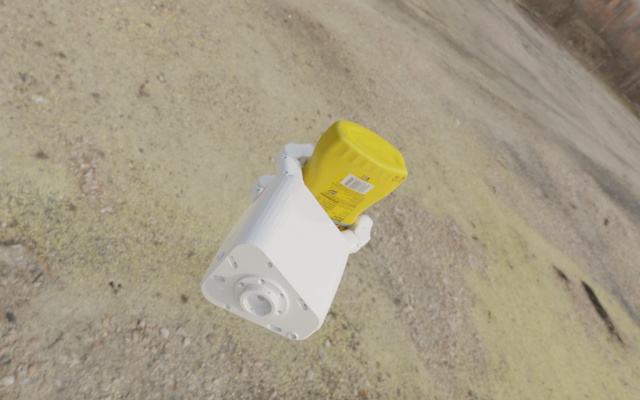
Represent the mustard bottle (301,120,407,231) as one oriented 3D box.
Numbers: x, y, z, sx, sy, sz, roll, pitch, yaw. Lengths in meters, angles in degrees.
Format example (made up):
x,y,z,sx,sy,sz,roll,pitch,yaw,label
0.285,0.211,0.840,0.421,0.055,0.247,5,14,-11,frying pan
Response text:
x,y,z,sx,sy,sz,roll,pitch,yaw,label
0.000,0.001,0.537,0.096,0.058,0.192,23,-51,-29,mustard bottle
